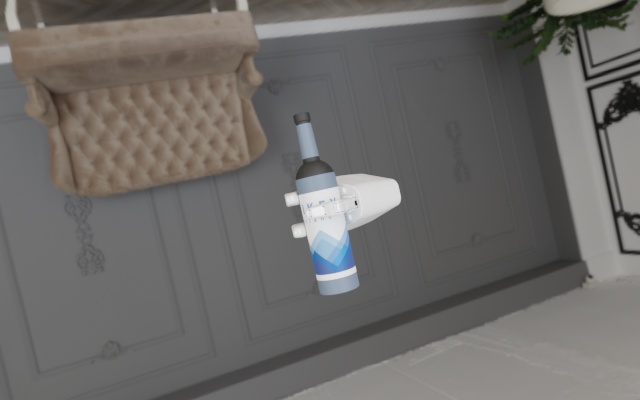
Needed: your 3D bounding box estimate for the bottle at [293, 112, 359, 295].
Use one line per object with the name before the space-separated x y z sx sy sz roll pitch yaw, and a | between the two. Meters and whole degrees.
bottle | 0.000 0.003 0.783 0.069 0.295 0.069 -12 1 0
